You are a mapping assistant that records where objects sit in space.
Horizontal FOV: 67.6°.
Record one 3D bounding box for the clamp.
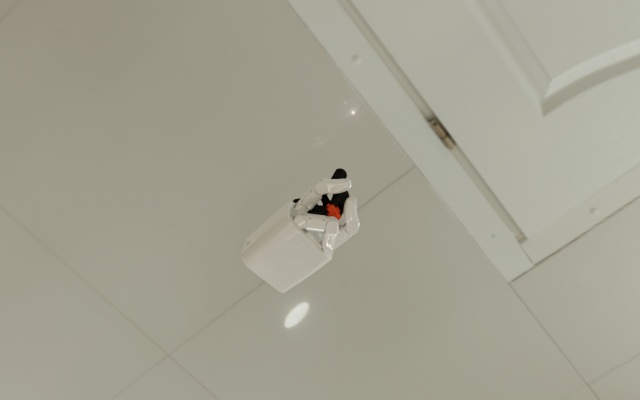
[{"bbox_3d":[0.001,0.003,0.839,0.120,0.039,0.171,-38,15,11],"label":"clamp"}]
